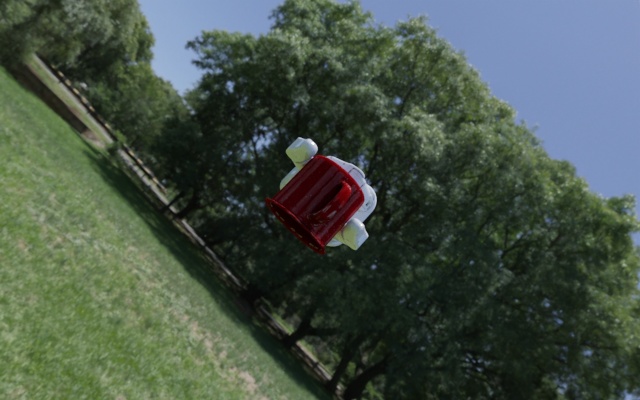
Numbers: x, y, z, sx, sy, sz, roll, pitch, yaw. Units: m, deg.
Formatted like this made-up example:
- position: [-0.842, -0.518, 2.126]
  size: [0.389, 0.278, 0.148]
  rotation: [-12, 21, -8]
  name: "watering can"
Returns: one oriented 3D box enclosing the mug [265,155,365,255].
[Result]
- position: [0.001, 0.002, 0.542]
  size: [0.093, 0.081, 0.117]
  rotation: [45, -13, -10]
  name: "mug"
